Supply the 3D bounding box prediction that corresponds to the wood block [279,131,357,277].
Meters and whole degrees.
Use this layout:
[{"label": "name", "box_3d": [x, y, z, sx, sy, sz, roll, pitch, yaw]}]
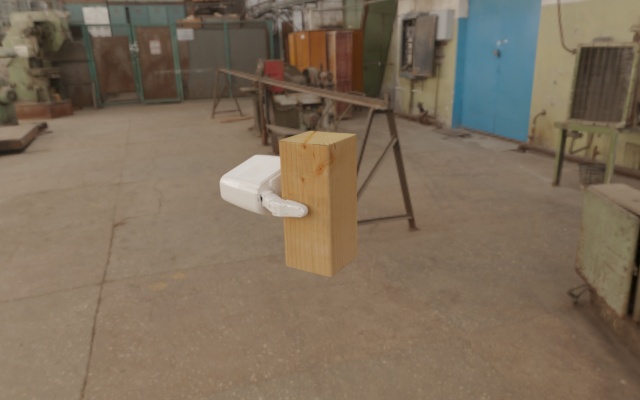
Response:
[{"label": "wood block", "box_3d": [0.000, 0.002, 0.754, 0.090, 0.206, 0.091, 9, 21, 31]}]
